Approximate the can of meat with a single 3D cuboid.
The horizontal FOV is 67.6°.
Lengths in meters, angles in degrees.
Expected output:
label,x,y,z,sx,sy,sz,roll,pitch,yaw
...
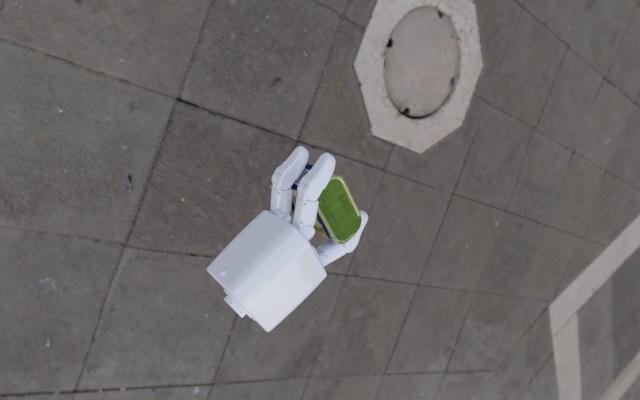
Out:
label,x,y,z,sx,sy,sz,roll,pitch,yaw
can of meat,0.000,0.002,0.630,0.057,0.102,0.084,-41,35,-18
